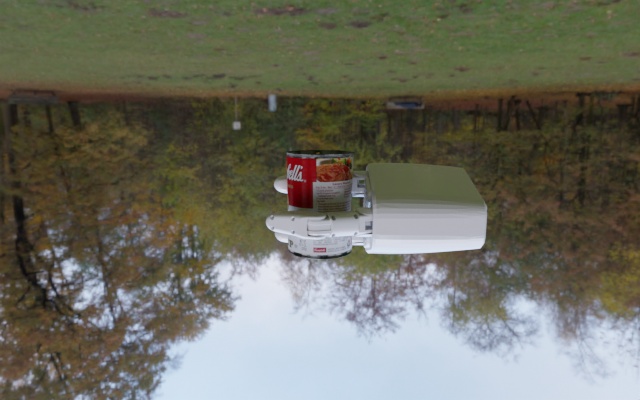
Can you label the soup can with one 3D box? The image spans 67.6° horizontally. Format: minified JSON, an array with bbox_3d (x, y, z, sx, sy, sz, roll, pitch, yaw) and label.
[{"bbox_3d":[0.000,0.002,0.484,0.068,0.102,0.068,0,10,0],"label":"soup can"}]
